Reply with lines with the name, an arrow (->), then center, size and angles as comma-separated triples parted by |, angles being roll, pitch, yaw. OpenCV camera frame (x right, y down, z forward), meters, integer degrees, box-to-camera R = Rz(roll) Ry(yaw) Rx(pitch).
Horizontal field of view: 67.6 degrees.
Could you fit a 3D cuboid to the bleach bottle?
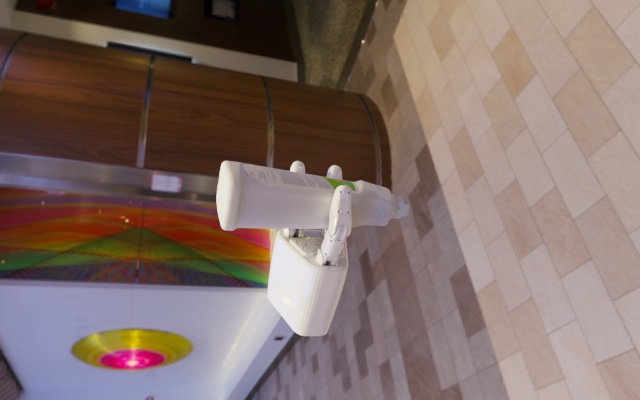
bleach bottle -> 0.000, 0.002, 0.608 | 0.251, 0.068, 0.102 | 6, 21, -19
